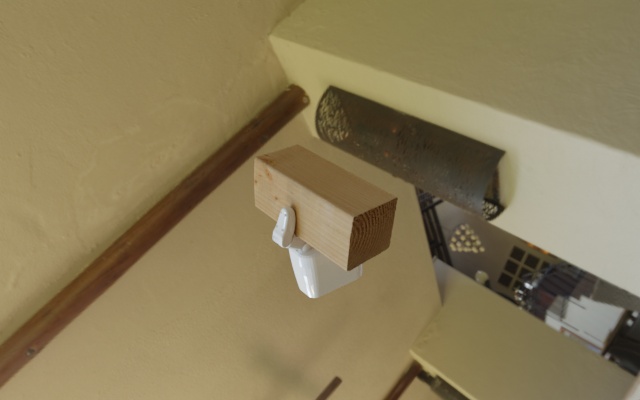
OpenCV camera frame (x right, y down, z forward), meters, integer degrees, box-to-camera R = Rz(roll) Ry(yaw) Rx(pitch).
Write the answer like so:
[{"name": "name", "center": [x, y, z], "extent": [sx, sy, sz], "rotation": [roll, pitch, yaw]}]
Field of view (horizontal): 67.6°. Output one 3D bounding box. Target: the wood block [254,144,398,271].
[{"name": "wood block", "center": [0.000, 0.003, 0.700], "extent": [0.091, 0.090, 0.206], "rotation": [-23, 41, -38]}]
